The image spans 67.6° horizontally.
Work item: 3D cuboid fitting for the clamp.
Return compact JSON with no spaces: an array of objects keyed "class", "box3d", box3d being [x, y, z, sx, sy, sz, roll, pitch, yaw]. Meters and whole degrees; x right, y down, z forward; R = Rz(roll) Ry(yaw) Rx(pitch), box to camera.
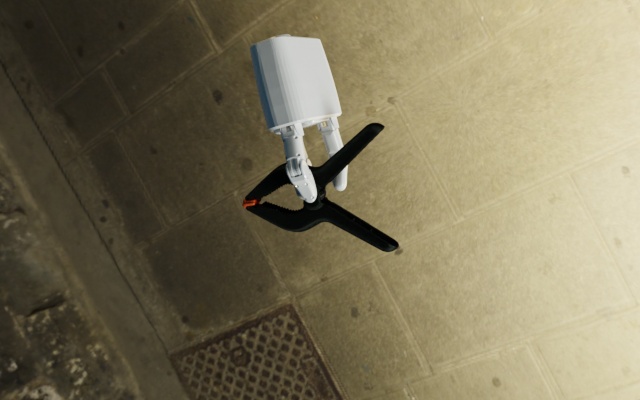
[{"class":"clamp","box3d":[-0.001,0.002,0.627,0.210,0.164,0.036,-13,6,18]}]
